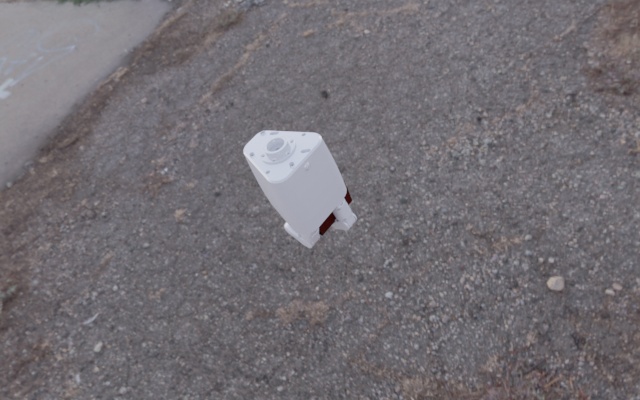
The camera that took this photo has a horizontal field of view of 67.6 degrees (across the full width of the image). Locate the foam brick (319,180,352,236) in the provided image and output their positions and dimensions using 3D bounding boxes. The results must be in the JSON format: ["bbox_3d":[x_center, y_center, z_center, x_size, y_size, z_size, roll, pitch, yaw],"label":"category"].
[{"bbox_3d":[0.000,0.002,0.713,0.053,0.078,0.051,24,-27,38],"label":"foam brick"}]
